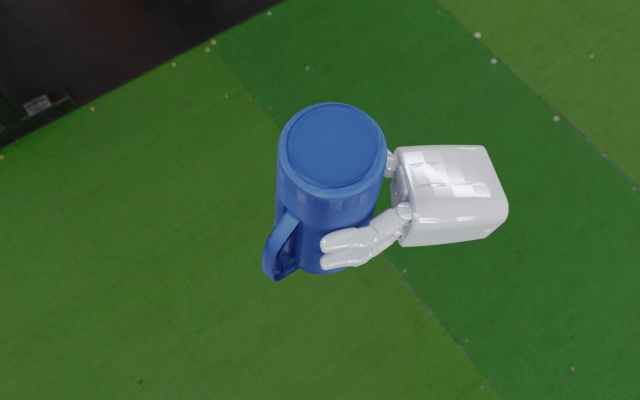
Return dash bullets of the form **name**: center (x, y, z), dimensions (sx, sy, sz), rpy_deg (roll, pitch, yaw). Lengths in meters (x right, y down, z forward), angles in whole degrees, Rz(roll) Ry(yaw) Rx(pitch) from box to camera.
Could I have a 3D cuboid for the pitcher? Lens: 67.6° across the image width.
- **pitcher**: center (0.000, 0.002, 0.562), dimensions (0.145, 0.149, 0.243), rpy_deg (-2, -23, -3)
